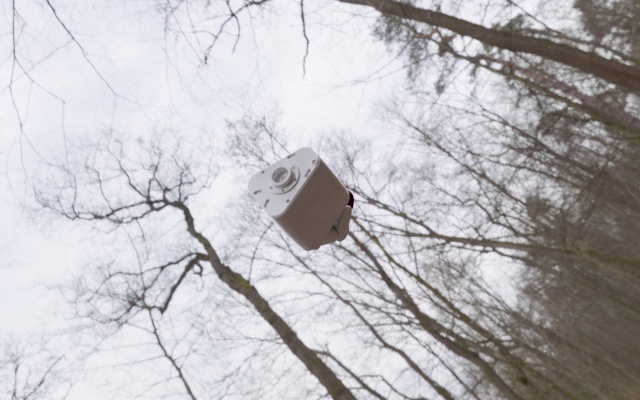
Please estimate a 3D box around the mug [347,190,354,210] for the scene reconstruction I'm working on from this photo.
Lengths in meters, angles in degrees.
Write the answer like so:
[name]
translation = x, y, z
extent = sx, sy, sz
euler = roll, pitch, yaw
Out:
[mug]
translation = 0.001, 0.003, 0.806
extent = 0.081, 0.093, 0.117
euler = 47, -4, 38
